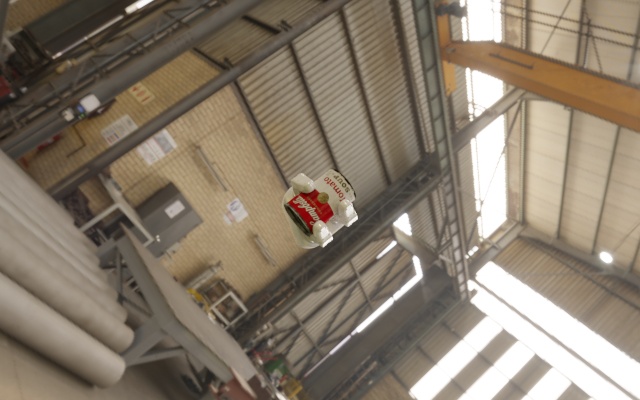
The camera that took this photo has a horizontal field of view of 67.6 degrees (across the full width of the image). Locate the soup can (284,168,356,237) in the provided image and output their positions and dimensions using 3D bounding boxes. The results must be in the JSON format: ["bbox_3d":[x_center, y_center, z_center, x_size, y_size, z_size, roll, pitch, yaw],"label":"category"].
[{"bbox_3d":[0.000,0.002,0.790,0.102,0.068,0.068,-38,10,-13],"label":"soup can"}]
